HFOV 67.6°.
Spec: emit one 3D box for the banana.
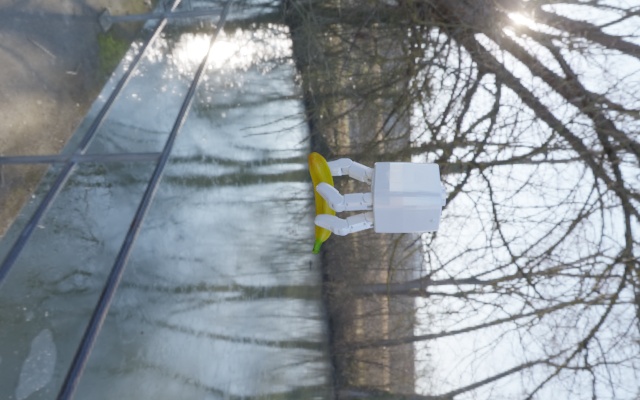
[{"bbox_3d":[0.004,-0.004,0.835,0.037,0.198,0.069,3,31,11],"label":"banana"}]
